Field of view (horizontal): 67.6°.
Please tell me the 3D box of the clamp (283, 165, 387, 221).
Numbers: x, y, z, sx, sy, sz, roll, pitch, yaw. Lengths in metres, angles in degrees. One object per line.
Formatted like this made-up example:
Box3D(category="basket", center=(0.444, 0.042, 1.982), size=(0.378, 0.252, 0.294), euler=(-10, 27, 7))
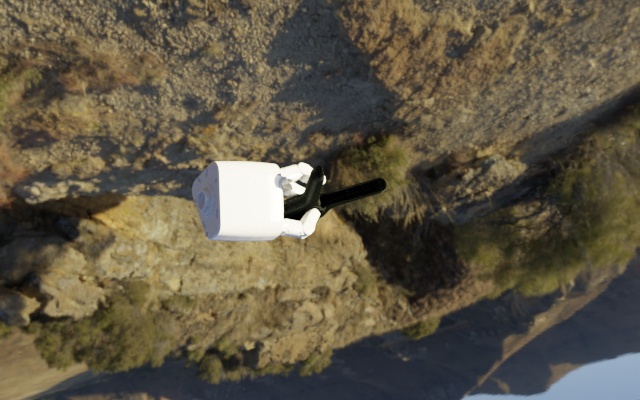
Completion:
Box3D(category="clamp", center=(0.000, 0.004, 0.818), size=(0.164, 0.036, 0.210), euler=(5, -28, -38))
